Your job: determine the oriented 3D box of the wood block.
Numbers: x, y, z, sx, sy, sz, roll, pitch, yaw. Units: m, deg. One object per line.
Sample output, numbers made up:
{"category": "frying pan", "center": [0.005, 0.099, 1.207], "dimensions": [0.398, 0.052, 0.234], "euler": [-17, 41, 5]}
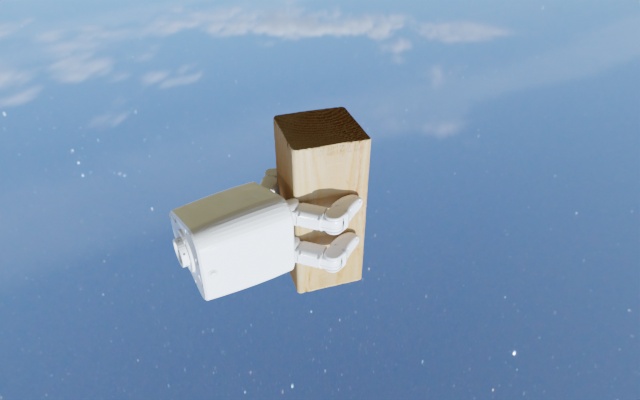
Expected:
{"category": "wood block", "center": [0.000, 0.002, 0.587], "dimensions": [0.090, 0.206, 0.090], "euler": [-11, 37, -15]}
